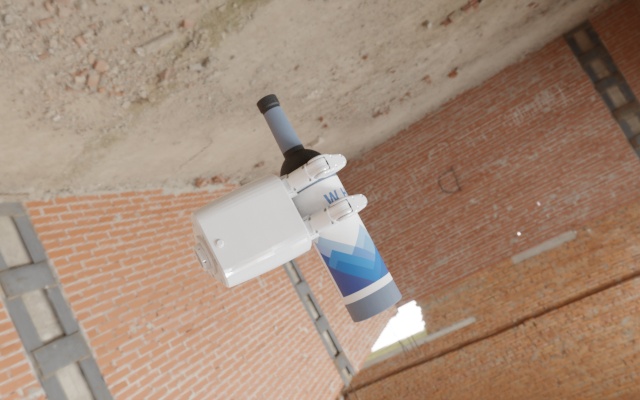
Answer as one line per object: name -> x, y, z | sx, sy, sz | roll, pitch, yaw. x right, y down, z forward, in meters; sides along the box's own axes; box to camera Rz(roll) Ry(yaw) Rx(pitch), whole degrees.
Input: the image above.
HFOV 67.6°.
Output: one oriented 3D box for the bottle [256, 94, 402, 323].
bottle -> 0.000, 0.002, 0.589 | 0.069, 0.295, 0.069 | -28, -5, -3
